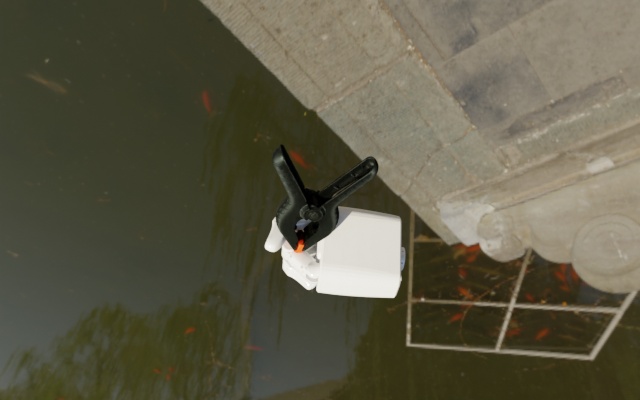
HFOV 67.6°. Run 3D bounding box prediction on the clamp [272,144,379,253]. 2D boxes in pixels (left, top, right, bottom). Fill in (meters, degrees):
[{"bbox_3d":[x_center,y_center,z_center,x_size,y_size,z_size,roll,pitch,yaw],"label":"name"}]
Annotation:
[{"bbox_3d":[0.000,0.002,0.577,0.120,0.039,0.172,5,-41,-4],"label":"clamp"}]
